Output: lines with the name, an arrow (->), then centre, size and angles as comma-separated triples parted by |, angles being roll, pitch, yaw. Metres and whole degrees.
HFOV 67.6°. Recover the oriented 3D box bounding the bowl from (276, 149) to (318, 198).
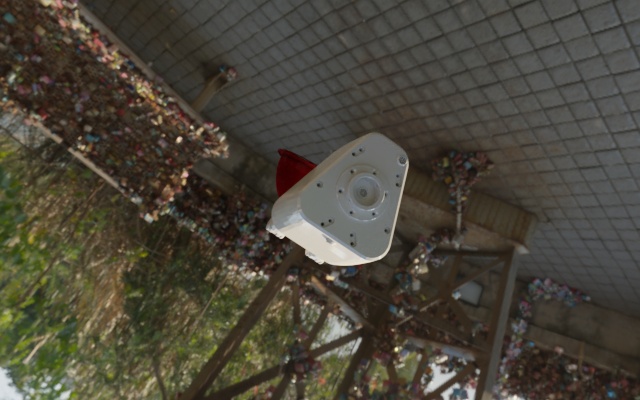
bowl -> 0.000, 0.003, 0.604 | 0.162, 0.055, 0.162 | 33, -4, 3
